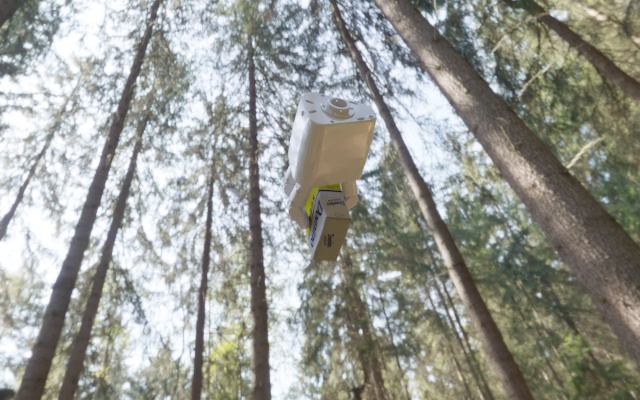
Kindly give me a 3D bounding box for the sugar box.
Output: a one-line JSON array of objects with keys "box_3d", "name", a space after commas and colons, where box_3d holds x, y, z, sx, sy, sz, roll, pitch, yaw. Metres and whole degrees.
[{"box_3d": [0.000, 0.002, 0.773, 0.048, 0.093, 0.176, 4, 40, -15], "name": "sugar box"}]
